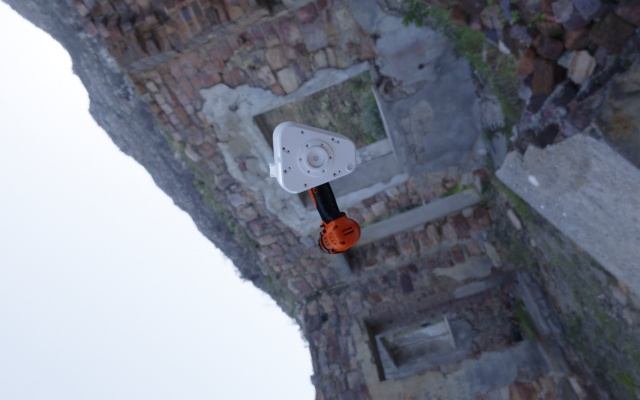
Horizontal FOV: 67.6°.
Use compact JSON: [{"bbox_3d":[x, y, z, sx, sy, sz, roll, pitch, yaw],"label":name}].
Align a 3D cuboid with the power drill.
[{"bbox_3d":[0.000,0.002,0.818,0.057,0.187,0.184,-25,-5,-15],"label":"power drill"}]
